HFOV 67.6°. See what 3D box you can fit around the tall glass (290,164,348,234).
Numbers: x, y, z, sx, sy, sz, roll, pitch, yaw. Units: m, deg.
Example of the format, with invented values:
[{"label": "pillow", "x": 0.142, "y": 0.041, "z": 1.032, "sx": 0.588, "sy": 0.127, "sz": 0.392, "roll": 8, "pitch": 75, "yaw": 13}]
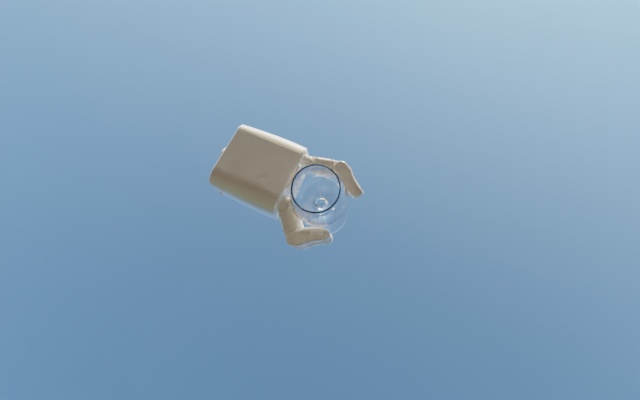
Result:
[{"label": "tall glass", "x": 0.000, "y": 0.002, "z": 0.680, "sx": 0.079, "sy": 0.079, "sz": 0.201, "roll": 0, "pitch": -10, "yaw": 3}]
